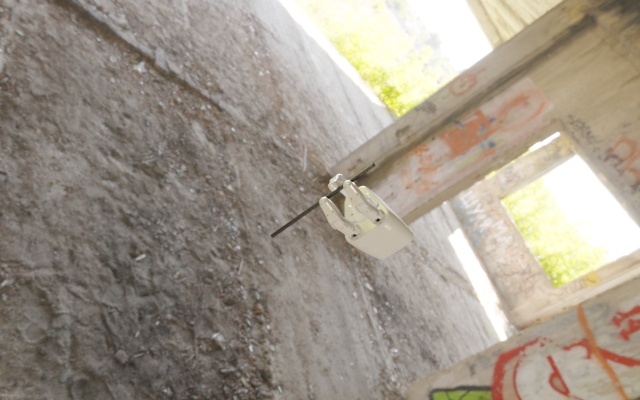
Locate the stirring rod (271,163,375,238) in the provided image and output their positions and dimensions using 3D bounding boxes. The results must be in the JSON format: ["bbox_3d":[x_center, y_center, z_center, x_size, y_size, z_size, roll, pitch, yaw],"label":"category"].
[{"bbox_3d":[0.000,0.003,0.862,0.239,0.011,0.011,-35,-14,21],"label":"stirring rod"}]
